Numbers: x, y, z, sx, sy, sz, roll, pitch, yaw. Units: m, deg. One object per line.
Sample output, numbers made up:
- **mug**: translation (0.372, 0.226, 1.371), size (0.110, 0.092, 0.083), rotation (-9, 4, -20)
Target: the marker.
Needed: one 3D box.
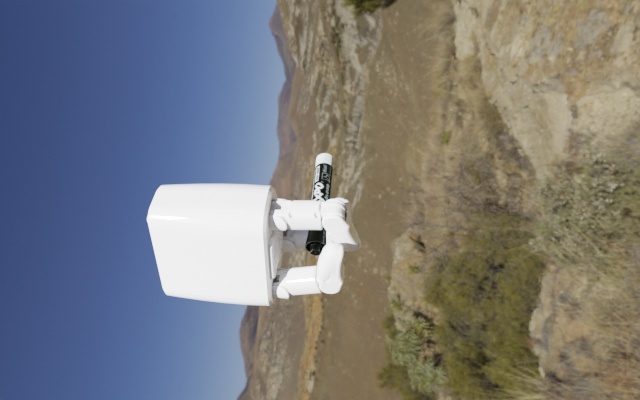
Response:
- **marker**: translation (0.000, 0.001, 0.455), size (0.020, 0.121, 0.020), rotation (3, -42, 3)
